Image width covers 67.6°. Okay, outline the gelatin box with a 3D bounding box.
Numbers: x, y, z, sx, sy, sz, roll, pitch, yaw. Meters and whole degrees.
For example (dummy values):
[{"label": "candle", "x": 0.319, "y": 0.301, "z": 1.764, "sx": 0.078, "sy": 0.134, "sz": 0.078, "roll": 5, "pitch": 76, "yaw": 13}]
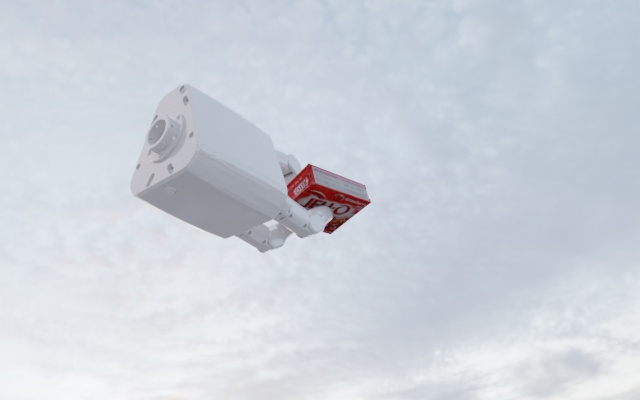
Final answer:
[{"label": "gelatin box", "x": 0.000, "y": 0.001, "z": 0.543, "sx": 0.089, "sy": 0.030, "sz": 0.073, "roll": 18, "pitch": -45, "yaw": -38}]
